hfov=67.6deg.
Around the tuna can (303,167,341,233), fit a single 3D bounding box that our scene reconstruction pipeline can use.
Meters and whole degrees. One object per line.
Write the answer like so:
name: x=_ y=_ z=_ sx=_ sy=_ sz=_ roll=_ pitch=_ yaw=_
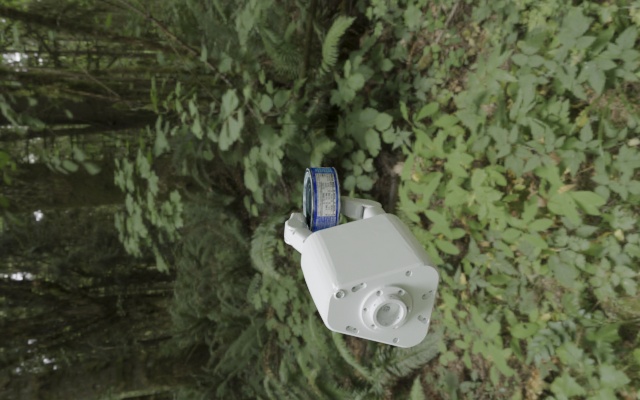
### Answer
tuna can: x=0.000 y=0.002 z=0.582 sx=0.034 sy=0.086 sz=0.086 roll=0 pitch=0 yaw=-9
